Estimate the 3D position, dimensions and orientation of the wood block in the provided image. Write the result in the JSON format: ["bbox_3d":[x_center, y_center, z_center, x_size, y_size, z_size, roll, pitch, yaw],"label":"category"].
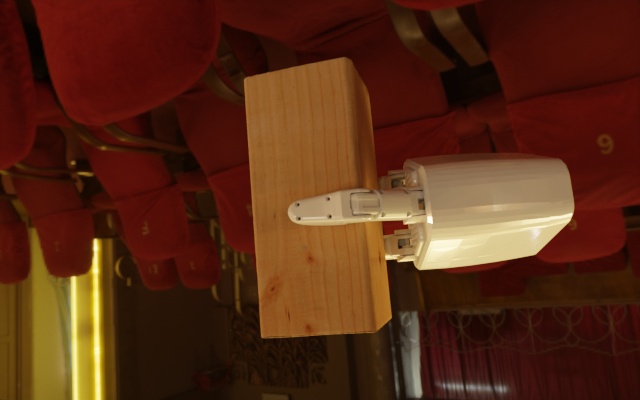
[{"bbox_3d":[0.000,0.001,0.401,0.090,0.206,0.091,-7,-8,15],"label":"wood block"}]
